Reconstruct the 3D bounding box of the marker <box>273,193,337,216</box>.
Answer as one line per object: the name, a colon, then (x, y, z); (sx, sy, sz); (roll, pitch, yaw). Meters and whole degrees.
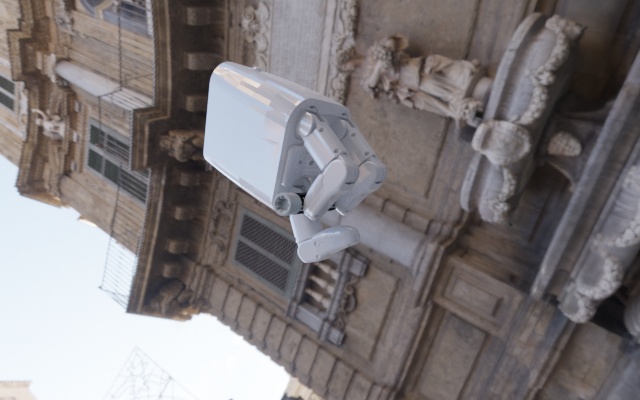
marker: (0.000, 0.001, 0.440); (0.020, 0.020, 0.121); (0, 2, 32)
